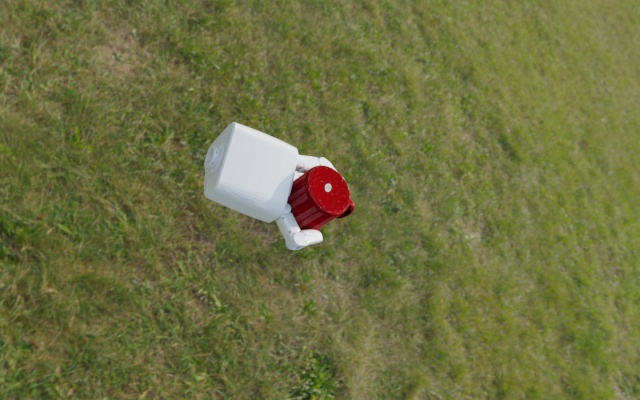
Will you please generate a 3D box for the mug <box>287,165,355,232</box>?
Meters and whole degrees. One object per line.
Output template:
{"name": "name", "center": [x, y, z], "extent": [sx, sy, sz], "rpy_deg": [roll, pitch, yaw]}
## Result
{"name": "mug", "center": [0.001, 0.003, 0.726], "extent": [0.117, 0.093, 0.081], "rpy_deg": [21, -34, -30]}
